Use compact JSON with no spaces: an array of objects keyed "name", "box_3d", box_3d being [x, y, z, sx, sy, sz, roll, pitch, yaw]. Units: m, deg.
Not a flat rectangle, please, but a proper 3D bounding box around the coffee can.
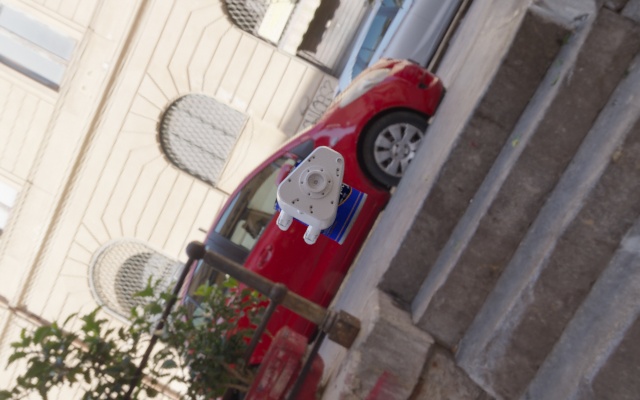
[{"name":"coffee can","box_3d":[0.000,0.003,0.869,0.140,0.103,0.103,27,1,2]}]
